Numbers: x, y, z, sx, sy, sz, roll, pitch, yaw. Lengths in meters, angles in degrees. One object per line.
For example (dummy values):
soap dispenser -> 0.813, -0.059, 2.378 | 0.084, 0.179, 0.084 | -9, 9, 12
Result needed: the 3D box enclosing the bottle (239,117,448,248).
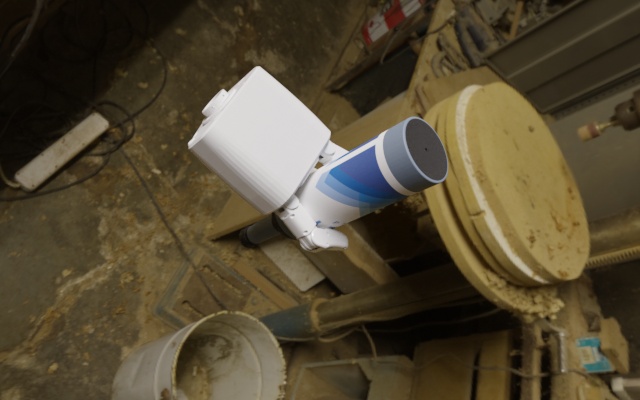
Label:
bottle -> 0.000, 0.002, 0.536 | 0.069, 0.069, 0.296 | 0, -19, -44
